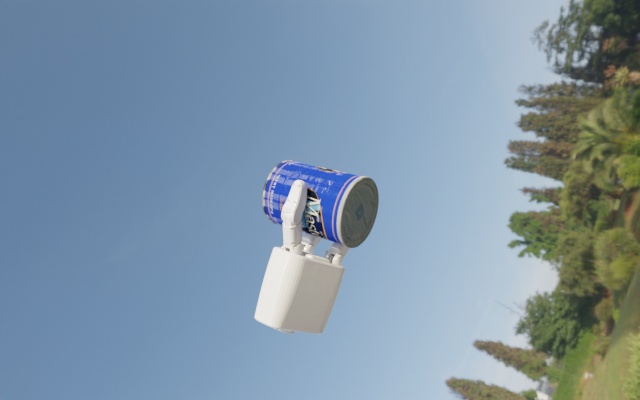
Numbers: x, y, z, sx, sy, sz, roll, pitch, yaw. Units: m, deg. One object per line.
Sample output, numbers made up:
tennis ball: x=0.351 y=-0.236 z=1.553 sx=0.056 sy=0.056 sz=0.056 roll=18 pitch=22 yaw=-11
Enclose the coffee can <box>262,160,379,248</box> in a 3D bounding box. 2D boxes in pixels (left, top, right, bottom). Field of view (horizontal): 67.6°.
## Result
coffee can: x=0.000 y=0.002 z=0.705 sx=0.140 sy=0.103 sz=0.103 roll=15 pitch=8 yaw=33
